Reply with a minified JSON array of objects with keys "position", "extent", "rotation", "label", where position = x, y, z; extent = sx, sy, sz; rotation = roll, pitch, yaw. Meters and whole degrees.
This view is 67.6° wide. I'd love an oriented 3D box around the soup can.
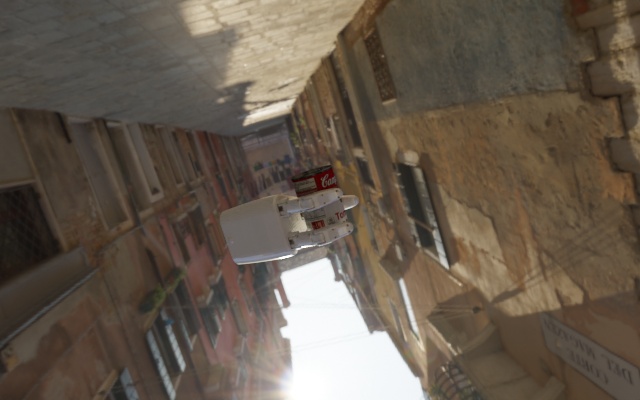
[{"position":[0.001,0.003,0.754],"extent":[0.068,0.102,0.068],"rotation":[-17,8,3],"label":"soup can"}]
